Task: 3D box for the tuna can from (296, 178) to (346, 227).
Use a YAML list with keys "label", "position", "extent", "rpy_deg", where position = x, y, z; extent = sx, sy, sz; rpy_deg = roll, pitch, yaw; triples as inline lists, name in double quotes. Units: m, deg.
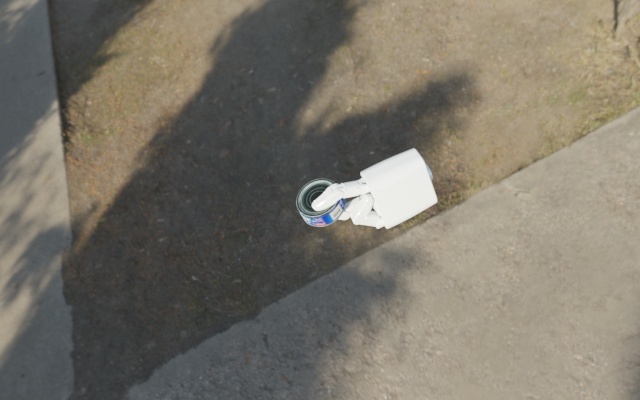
- label: "tuna can"
  position: [0.000, 0.003, 0.862]
  extent: [0.086, 0.086, 0.034]
  rpy_deg: [0, -32, 23]
